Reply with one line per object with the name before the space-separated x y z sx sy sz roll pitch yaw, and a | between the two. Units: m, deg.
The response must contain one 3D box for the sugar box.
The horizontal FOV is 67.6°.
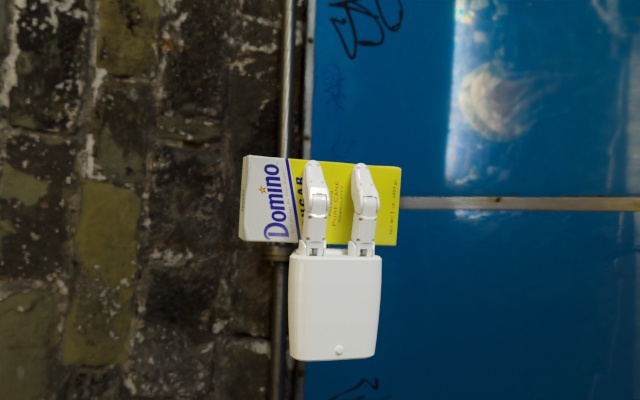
sugar box | 0.000 0.002 0.538 0.176 0.093 0.048 2 2 -18
